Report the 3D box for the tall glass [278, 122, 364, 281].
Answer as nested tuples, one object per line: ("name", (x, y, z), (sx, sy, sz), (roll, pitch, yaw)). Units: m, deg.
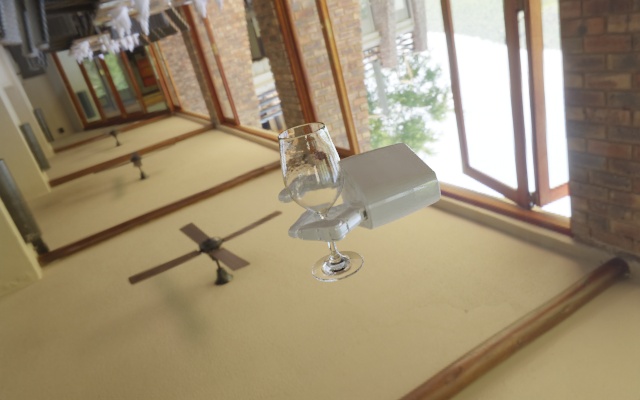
("tall glass", (0.000, 0.003, 0.628), (0.079, 0.201, 0.079), (-13, 22, 5))
